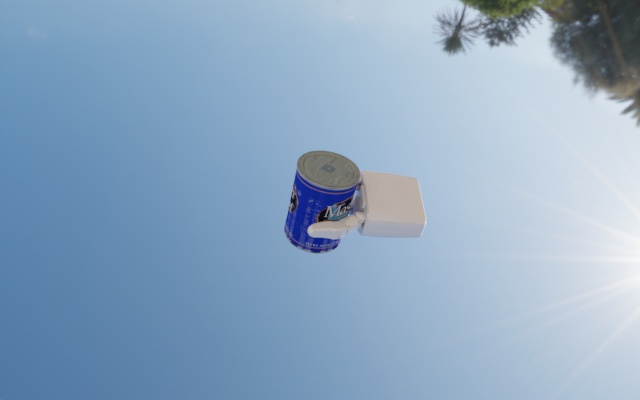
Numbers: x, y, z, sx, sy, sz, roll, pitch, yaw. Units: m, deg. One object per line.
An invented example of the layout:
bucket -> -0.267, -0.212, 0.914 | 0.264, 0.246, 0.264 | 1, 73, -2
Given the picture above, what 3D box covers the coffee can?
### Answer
coffee can -> 0.000, 0.003, 0.796 | 0.103, 0.140, 0.102 | 9, 37, -7
